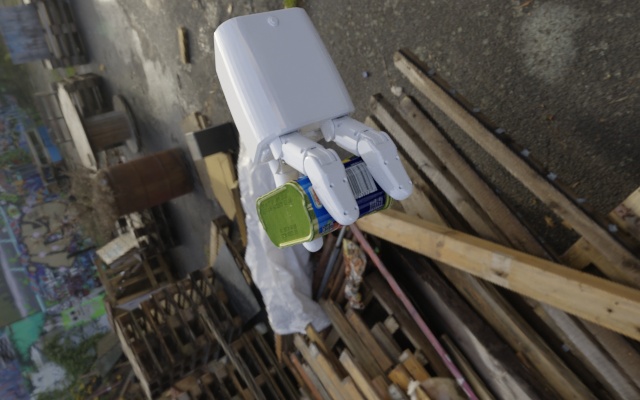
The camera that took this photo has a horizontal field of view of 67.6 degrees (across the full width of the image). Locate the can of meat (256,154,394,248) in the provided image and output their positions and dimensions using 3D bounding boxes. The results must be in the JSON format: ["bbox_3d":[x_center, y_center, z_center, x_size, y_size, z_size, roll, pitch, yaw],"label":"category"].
[{"bbox_3d":[0.000,0.002,0.427,0.084,0.057,0.102,-22,0,-30],"label":"can of meat"}]
